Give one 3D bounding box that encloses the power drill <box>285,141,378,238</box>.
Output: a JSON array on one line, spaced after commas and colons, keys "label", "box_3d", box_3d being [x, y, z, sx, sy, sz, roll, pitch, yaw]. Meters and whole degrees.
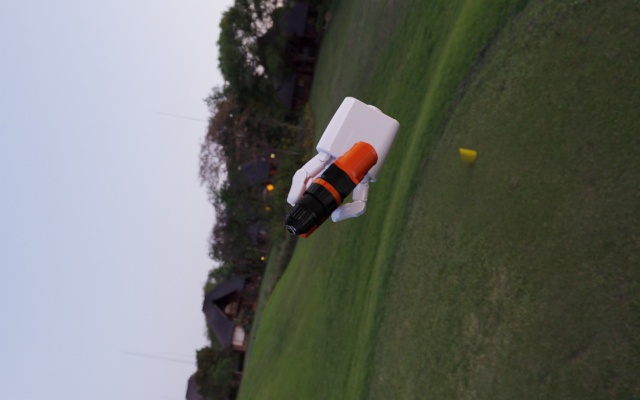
[{"label": "power drill", "box_3d": [0.000, 0.002, 0.758, 0.184, 0.057, 0.188, -44, -1, -23]}]
